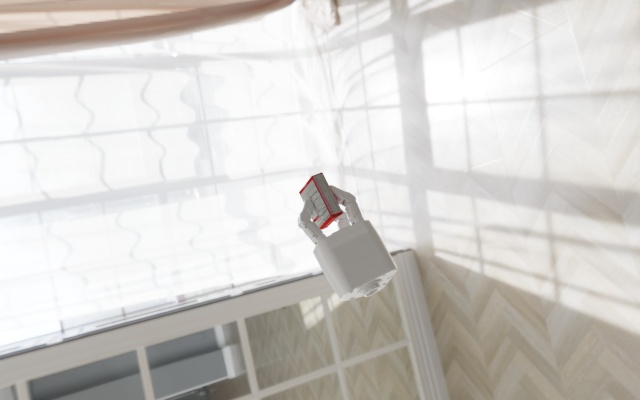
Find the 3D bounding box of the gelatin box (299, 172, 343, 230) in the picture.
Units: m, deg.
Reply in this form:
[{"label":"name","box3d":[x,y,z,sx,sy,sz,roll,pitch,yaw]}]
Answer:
[{"label":"gelatin box","box3d":[0.000,0.003,0.897,0.030,0.089,0.073,-20,-15,-29]}]
